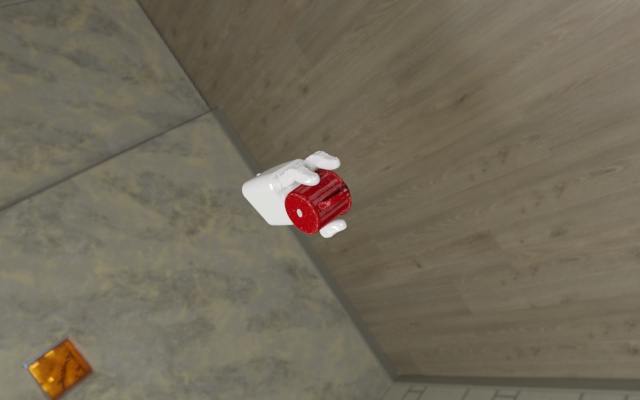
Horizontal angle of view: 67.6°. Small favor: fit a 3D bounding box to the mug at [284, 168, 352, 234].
[{"bbox_3d":[0.001,0.003,0.805,0.081,0.093,0.117,-36,15,-36],"label":"mug"}]
